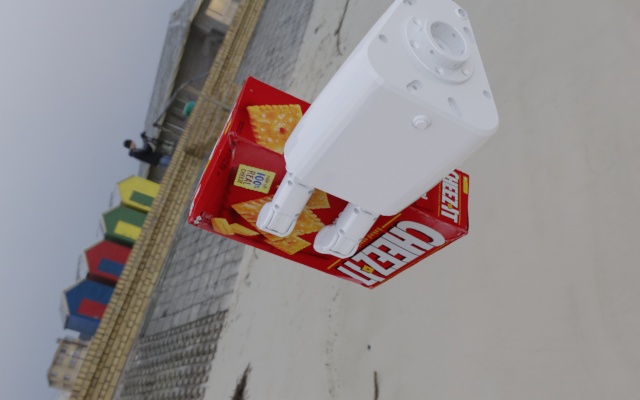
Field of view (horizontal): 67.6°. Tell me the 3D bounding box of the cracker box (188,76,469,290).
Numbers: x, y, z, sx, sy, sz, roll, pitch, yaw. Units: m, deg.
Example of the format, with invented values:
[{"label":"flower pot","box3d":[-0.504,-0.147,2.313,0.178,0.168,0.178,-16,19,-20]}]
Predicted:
[{"label":"cracker box","box3d":[0.000,0.001,0.443,0.214,0.072,0.164,22,-34,-16]}]
